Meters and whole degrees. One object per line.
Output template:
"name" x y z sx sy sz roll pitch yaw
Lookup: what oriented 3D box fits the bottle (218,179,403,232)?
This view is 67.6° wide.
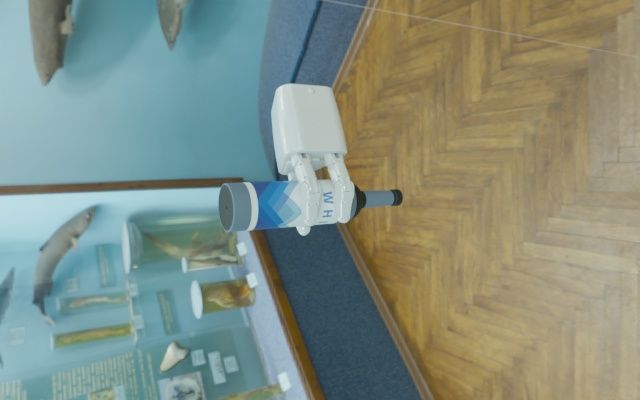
"bottle" 0.000 0.002 0.715 0.296 0.069 0.069 -3 2 -30
